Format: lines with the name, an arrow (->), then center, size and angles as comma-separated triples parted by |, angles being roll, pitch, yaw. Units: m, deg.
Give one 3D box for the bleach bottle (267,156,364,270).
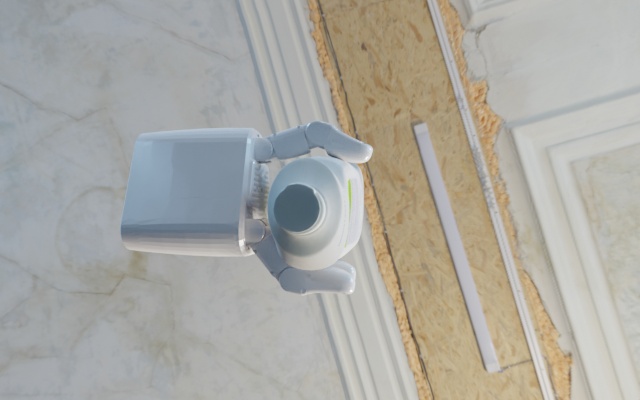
bleach bottle -> 0.000, 0.001, 0.403 | 0.068, 0.102, 0.251 | 0, -2, 6
